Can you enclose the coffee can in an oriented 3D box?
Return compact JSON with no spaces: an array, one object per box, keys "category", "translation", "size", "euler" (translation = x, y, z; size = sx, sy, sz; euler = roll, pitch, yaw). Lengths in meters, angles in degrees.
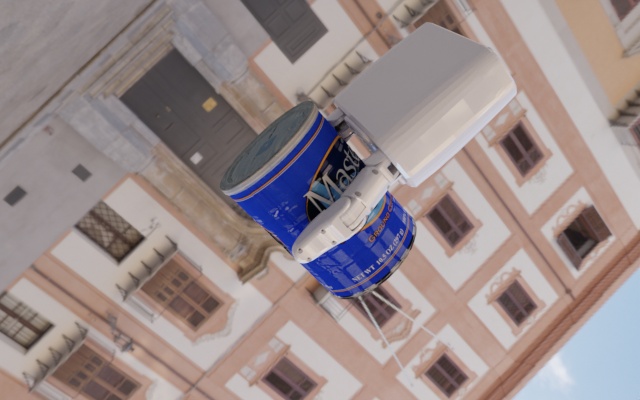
[{"category":"coffee can","translation":[0.000,0.001,0.411],"size":[0.140,0.102,0.103],"euler":[46,-21,-21]}]
